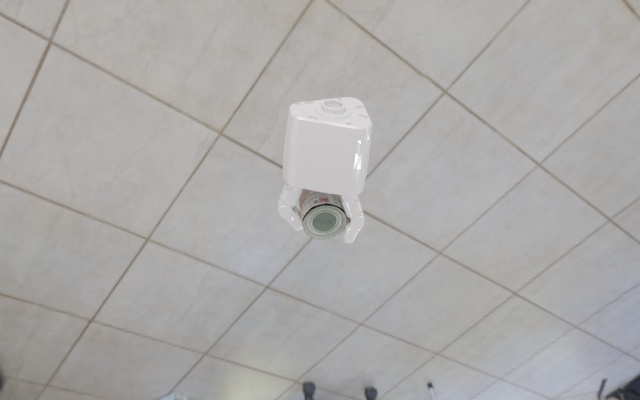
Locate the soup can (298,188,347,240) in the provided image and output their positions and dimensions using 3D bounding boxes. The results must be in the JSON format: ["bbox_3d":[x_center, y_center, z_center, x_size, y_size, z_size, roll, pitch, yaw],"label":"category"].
[{"bbox_3d":[0.000,0.003,0.734,0.068,0.069,0.102,0,37,-10],"label":"soup can"}]
